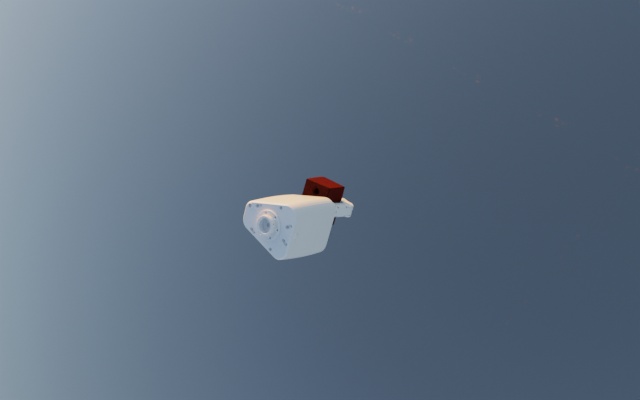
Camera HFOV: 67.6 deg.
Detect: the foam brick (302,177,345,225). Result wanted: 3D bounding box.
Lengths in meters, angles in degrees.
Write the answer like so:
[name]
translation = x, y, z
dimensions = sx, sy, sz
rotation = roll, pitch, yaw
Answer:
[foam brick]
translation = 0.000, 0.002, 0.850
dimensions = 0.053, 0.078, 0.051
rotation = 25, 18, 31
